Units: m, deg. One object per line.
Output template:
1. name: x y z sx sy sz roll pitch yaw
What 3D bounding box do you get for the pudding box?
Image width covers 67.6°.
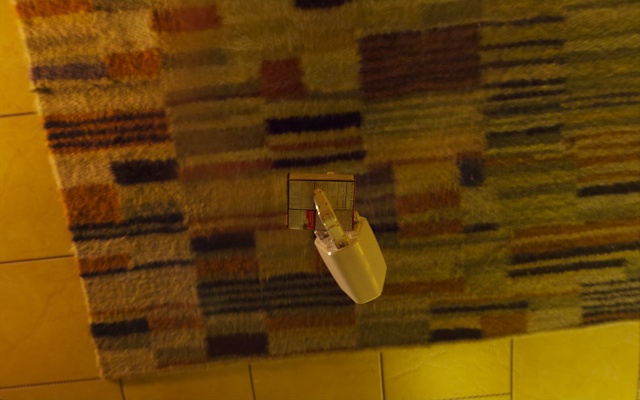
1. pudding box: 0.000 0.003 0.784 0.113 0.090 0.039 1 19 -4
